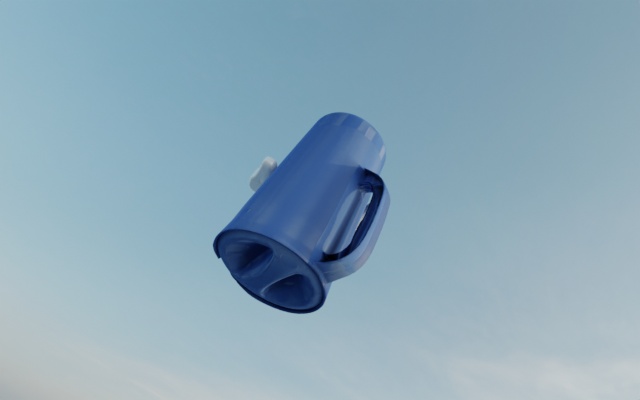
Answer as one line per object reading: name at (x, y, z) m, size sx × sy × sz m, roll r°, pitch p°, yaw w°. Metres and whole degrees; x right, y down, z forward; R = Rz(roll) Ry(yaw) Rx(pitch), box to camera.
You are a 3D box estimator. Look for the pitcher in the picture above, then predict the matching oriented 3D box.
pitcher at (0.000, 0.002, 0.565) m, size 0.149 × 0.242 × 0.145 m, roll 29°, pitch -38°, yaw 4°
